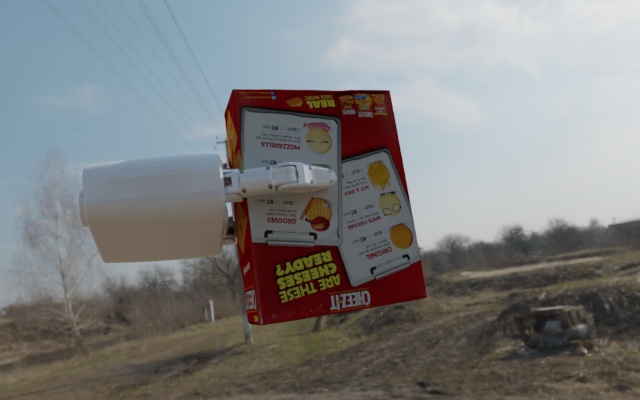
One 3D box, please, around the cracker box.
[{"bbox_3d":[0.000,0.001,0.469,0.164,0.213,0.072,-4,-11,-20],"label":"cracker box"}]
